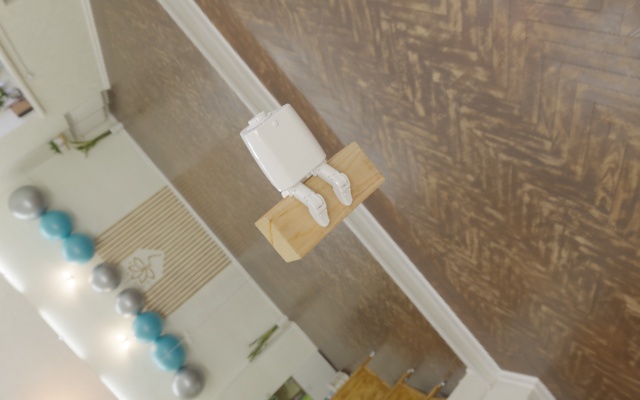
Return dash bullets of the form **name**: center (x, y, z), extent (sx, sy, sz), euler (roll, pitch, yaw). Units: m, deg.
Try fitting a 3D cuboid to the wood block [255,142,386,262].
- **wood block**: center (0.000, 0.003, 0.819), extent (0.206, 0.090, 0.091), euler (-41, 5, -22)
